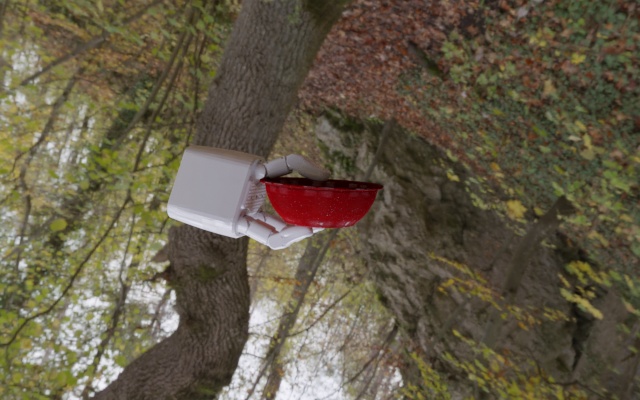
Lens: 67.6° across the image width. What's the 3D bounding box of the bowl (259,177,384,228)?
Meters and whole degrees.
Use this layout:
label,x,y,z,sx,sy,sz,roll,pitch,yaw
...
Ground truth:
label,x,y,z,sx,sy,sz,roll,pitch,yaw
bowl,0.001,0.003,0.623,0.162,0.055,0.162,3,6,0
